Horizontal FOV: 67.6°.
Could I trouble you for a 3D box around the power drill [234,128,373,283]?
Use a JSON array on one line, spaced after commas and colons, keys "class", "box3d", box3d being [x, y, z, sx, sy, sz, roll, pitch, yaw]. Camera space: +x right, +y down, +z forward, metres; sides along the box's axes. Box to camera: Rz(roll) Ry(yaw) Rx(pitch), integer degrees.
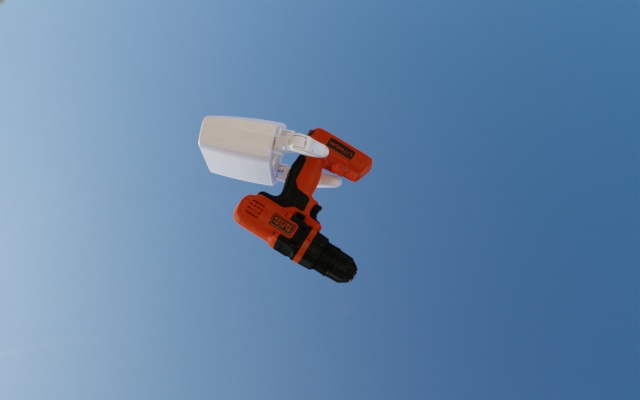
[{"class": "power drill", "box3d": [0.000, 0.002, 0.671, 0.184, 0.187, 0.057, 32, -27, 0]}]
